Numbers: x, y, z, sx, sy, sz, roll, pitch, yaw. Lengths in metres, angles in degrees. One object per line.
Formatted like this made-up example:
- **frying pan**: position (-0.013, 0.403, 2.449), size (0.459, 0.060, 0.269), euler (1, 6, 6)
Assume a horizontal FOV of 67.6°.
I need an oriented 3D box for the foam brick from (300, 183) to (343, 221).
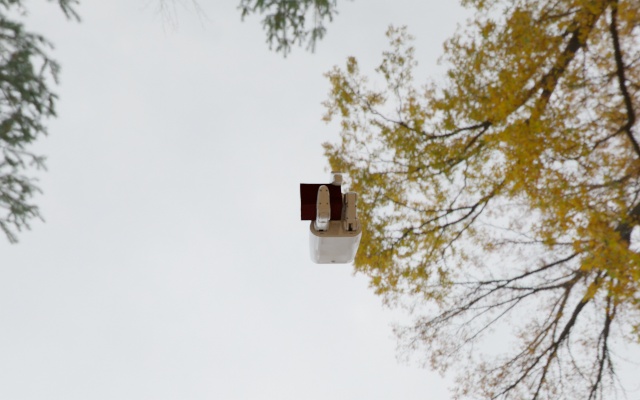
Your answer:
- **foam brick**: position (0.000, 0.003, 0.883), size (0.078, 0.053, 0.051), euler (0, -39, -4)
